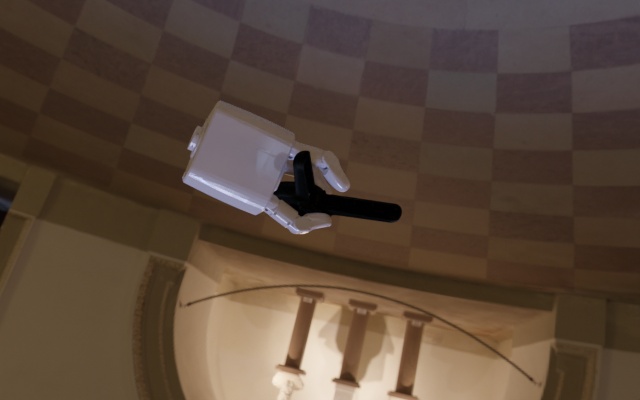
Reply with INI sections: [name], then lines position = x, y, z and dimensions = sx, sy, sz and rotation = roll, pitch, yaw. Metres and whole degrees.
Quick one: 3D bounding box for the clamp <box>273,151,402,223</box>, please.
[clamp]
position = -0.001, 0.003, 0.664
dimensions = 0.164, 0.036, 0.210
rotation = 27, -22, -19
